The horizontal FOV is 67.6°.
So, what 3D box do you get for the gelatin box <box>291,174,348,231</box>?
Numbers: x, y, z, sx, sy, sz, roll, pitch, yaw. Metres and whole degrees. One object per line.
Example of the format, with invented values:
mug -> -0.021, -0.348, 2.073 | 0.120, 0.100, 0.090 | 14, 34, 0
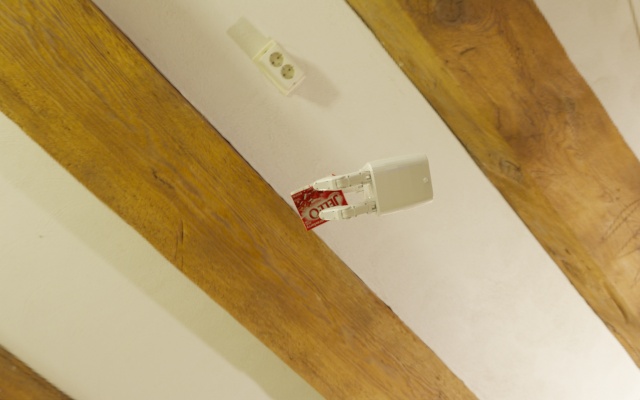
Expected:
gelatin box -> 0.000, 0.003, 0.865 | 0.089, 0.073, 0.030 | -24, 12, 1
